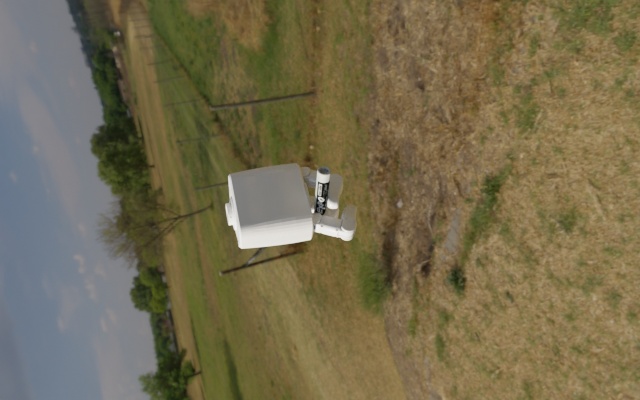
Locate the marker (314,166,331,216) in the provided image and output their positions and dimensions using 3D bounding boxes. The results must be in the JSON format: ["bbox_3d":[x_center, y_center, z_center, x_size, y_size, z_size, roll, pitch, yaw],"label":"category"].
[{"bbox_3d":[0.000,0.002,0.687,0.020,0.121,0.020,3,44,-3],"label":"marker"}]
